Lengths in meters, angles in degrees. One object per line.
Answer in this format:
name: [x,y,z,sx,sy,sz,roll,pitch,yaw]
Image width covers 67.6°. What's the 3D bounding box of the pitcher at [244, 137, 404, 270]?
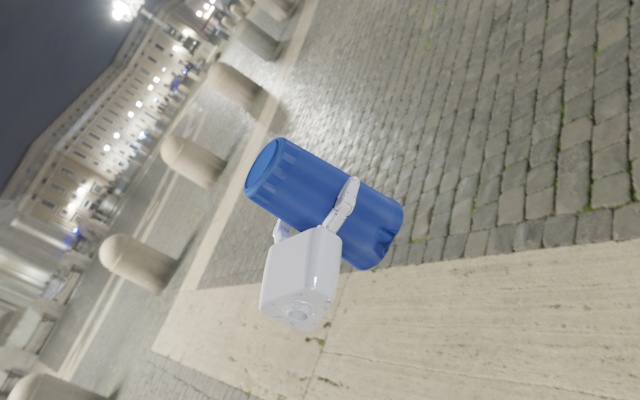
pitcher: [0.000,0.003,0.779,0.243,0.145,0.149,32,-48,-22]
